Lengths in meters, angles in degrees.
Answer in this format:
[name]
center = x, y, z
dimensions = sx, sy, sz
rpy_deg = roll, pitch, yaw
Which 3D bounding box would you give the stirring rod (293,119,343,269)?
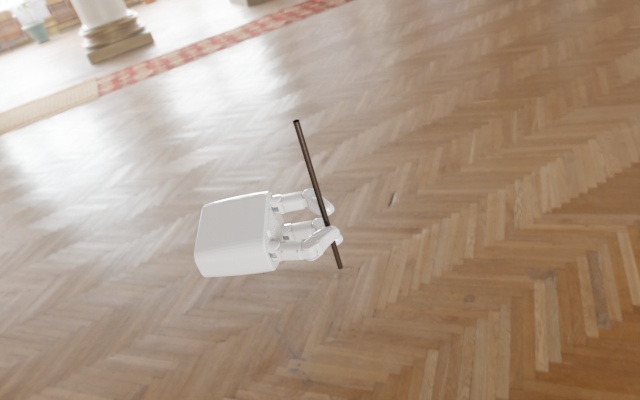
[stirring rod]
center = 0.000, 0.002, 0.629
dimensions = 0.011, 0.240, 0.011
rpy_deg = -12, 34, 8
